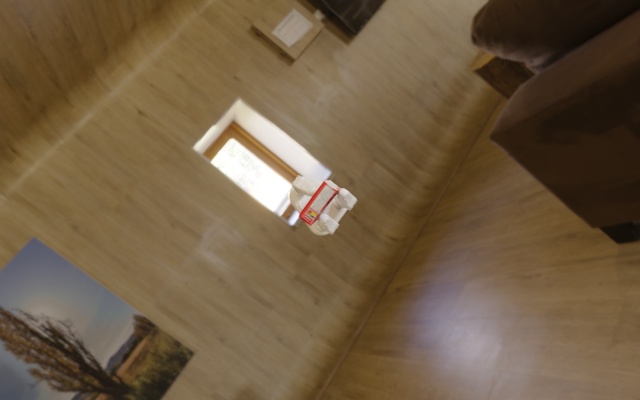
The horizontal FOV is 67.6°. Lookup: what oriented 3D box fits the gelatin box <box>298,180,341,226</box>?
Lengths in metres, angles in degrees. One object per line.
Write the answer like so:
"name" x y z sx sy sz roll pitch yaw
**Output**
"gelatin box" 0.000 0.002 0.806 0.030 0.073 0.089 37 7 3
